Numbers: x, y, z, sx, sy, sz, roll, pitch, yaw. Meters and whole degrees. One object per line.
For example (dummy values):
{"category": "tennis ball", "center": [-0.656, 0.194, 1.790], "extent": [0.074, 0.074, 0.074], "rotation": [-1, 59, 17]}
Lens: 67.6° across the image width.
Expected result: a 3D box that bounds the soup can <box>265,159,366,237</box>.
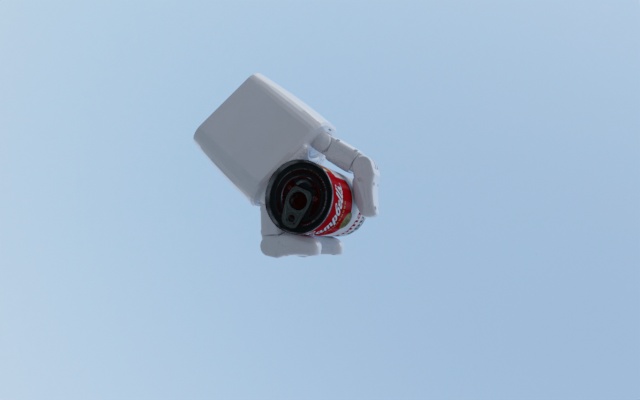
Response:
{"category": "soup can", "center": [0.001, 0.002, 0.469], "extent": [0.068, 0.068, 0.102], "rotation": [0, -6, 24]}
